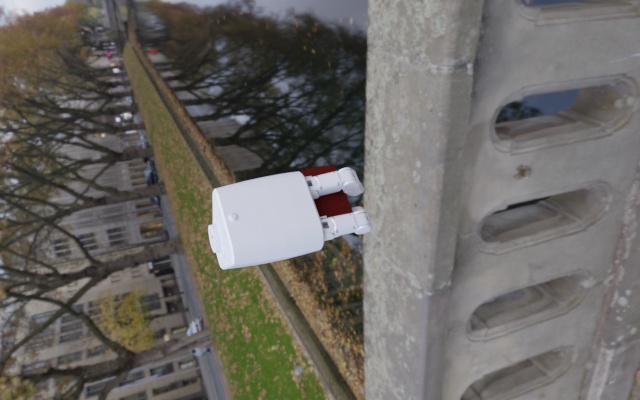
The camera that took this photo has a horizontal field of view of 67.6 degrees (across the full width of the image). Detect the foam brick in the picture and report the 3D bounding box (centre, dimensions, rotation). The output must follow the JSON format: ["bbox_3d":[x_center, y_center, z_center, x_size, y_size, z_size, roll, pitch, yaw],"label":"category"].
[{"bbox_3d":[0.000,0.002,0.606,0.051,0.078,0.053,-10,-25,-23],"label":"foam brick"}]
